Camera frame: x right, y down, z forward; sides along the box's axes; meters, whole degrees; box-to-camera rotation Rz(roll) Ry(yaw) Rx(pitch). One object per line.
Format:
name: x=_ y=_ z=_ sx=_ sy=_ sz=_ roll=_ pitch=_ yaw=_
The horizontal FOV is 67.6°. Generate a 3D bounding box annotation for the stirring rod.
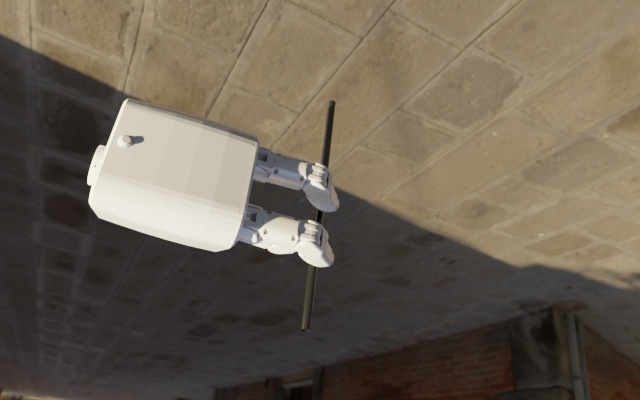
stirring rod: x=0.000 y=0.001 z=0.448 sx=0.011 sy=0.239 sz=0.011 roll=5 pitch=-29 yaw=3
